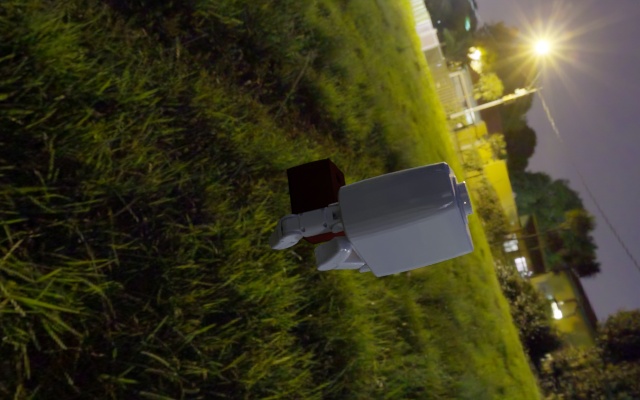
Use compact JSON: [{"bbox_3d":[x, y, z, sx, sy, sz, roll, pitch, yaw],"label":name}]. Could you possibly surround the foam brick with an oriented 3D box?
[{"bbox_3d":[0.000,0.001,0.525,0.051,0.078,0.053,-16,-23,19],"label":"foam brick"}]
